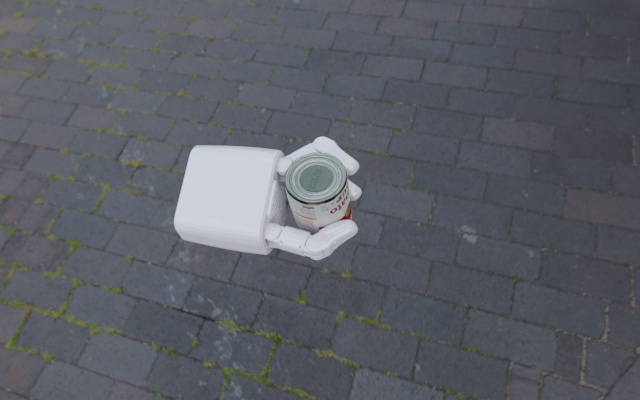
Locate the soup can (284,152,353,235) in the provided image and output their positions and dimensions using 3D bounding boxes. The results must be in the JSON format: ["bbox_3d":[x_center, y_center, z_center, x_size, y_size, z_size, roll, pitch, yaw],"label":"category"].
[{"bbox_3d":[0.001,0.002,0.537,0.068,0.068,0.102,0,-32,7],"label":"soup can"}]
